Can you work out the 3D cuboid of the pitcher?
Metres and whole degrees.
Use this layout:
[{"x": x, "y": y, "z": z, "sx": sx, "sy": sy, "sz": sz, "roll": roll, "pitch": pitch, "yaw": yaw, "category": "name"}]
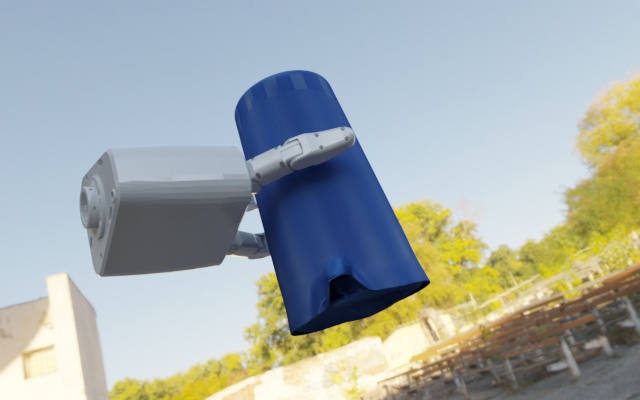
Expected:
[{"x": 0.000, "y": 0.002, "z": 0.477, "sx": 0.145, "sy": 0.242, "sz": 0.149, "roll": -5, "pitch": -25, "yaw": -36, "category": "pitcher"}]
